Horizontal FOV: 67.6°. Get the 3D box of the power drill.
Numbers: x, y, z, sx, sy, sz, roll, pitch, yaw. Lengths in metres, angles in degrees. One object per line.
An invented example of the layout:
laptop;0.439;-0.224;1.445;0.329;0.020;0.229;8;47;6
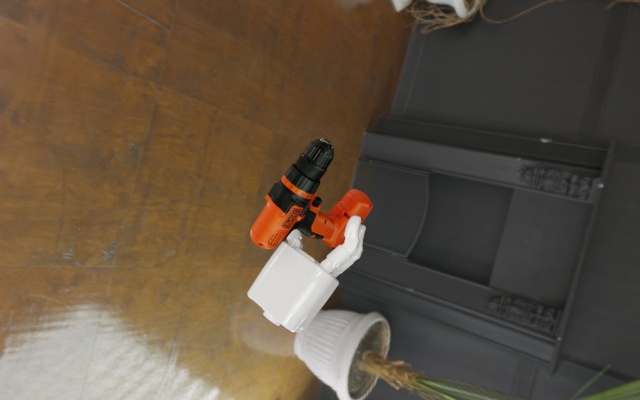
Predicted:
power drill;0.000;0.003;0.741;0.188;0.184;0.057;18;24;-50
